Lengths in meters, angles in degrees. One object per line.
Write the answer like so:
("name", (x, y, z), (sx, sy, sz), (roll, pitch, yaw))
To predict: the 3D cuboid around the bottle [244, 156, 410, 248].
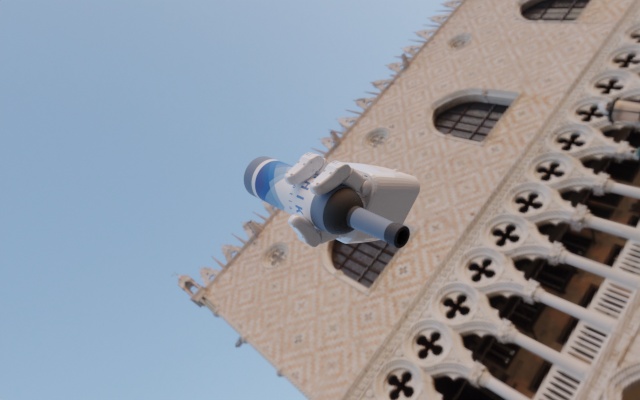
("bottle", (0.000, 0.002, 0.653), (0.069, 0.069, 0.295), (0, 16, -42))
